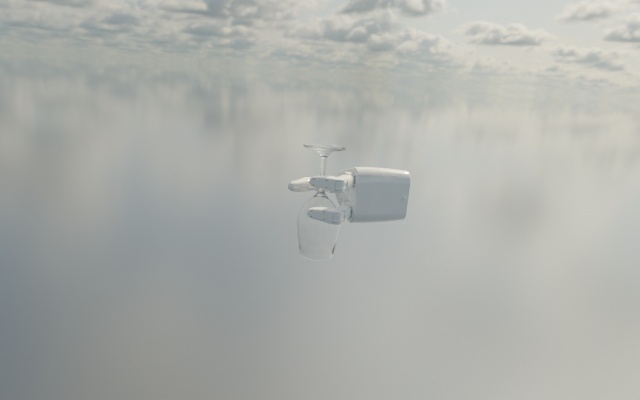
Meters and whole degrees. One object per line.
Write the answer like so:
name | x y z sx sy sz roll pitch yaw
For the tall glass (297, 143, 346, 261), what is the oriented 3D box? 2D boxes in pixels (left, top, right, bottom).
tall glass | 0.000 0.002 0.846 0.079 0.201 0.079 5 15 -1
